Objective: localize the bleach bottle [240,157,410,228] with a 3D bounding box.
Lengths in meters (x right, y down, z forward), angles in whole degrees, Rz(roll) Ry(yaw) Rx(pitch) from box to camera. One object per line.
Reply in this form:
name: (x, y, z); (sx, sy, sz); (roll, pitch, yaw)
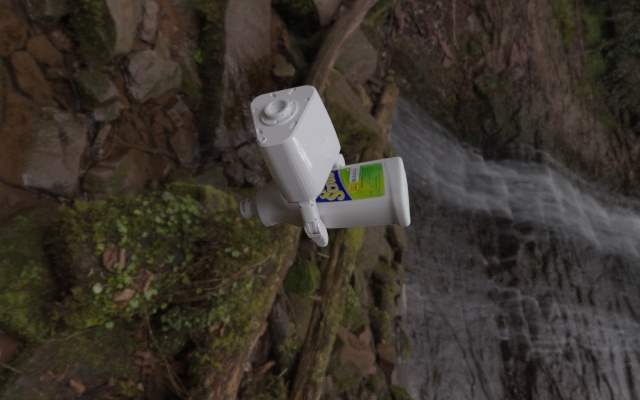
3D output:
bleach bottle: (0.000, 0.002, 0.704); (0.251, 0.102, 0.068); (-9, -41, 15)
